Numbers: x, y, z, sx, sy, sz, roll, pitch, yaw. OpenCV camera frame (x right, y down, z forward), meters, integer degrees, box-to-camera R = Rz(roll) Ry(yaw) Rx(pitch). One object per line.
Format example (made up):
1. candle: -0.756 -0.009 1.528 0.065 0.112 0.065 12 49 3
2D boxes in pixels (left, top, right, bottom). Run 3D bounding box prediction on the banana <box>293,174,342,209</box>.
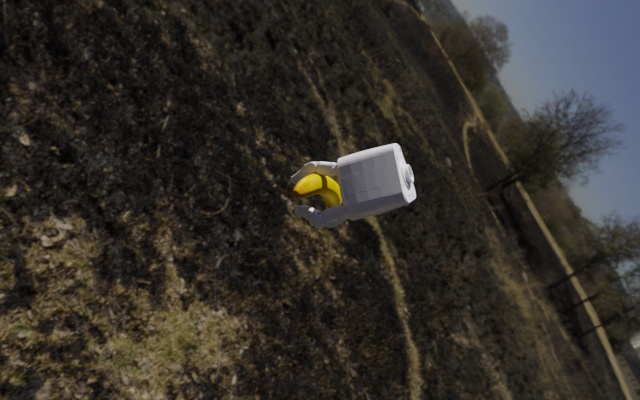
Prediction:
1. banana: 0.003 -0.014 0.883 0.037 0.069 0.198 -1 -16 23
